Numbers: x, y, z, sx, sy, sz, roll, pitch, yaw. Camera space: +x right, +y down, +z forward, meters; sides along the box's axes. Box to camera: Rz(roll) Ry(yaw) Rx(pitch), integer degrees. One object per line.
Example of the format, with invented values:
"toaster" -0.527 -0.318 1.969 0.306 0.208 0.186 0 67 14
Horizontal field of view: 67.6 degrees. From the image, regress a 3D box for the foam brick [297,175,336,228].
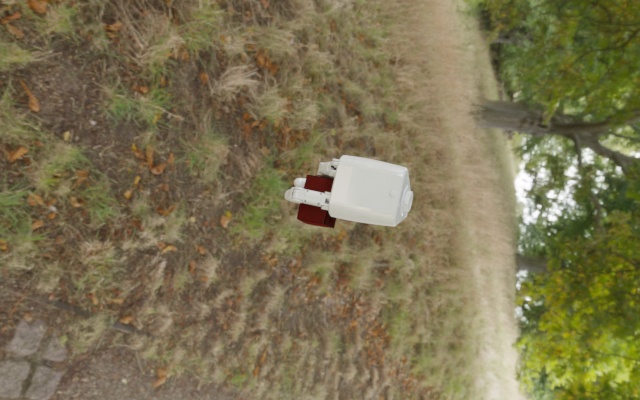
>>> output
"foam brick" 0.000 0.003 0.788 0.051 0.078 0.053 11 -6 19
